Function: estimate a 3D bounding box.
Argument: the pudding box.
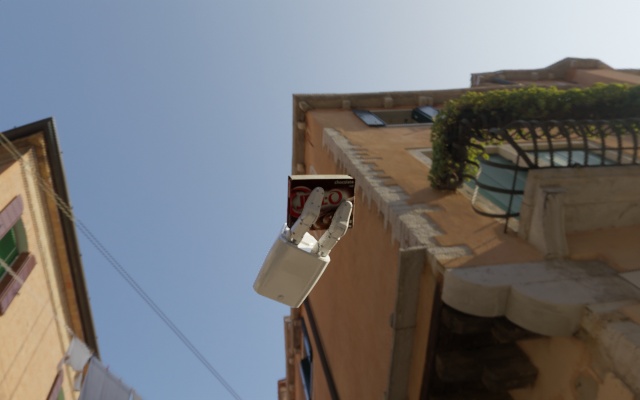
[{"bbox_3d":[0.000,0.003,0.808,0.113,0.090,0.039,-3,18,-14],"label":"pudding box"}]
